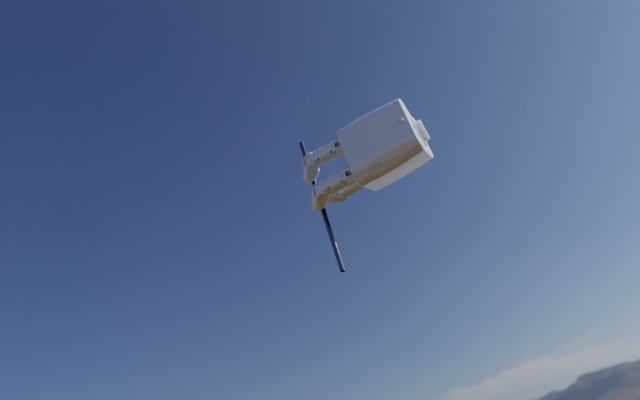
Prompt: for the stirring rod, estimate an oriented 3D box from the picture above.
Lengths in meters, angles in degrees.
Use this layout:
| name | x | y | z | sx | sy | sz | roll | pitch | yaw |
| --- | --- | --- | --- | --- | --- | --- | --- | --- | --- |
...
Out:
| name | x | y | z | sx | sy | sz | roll | pitch | yaw |
| --- | --- | --- | --- | --- | --- | --- | --- | --- | --- |
| stirring rod | 0.000 | 0.003 | 0.748 | 0.011 | 0.239 | 0.011 | -13 | -30 | -8 |
